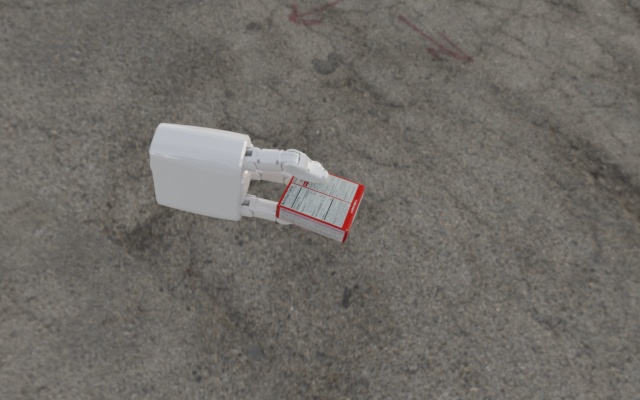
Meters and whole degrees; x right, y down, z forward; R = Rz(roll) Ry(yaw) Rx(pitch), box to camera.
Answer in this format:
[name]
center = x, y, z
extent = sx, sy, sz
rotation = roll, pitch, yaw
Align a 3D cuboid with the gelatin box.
[gelatin box]
center = 0.000, 0.002, 0.573
extent = 0.089, 0.073, 0.030
rotation = 19, -37, 6
